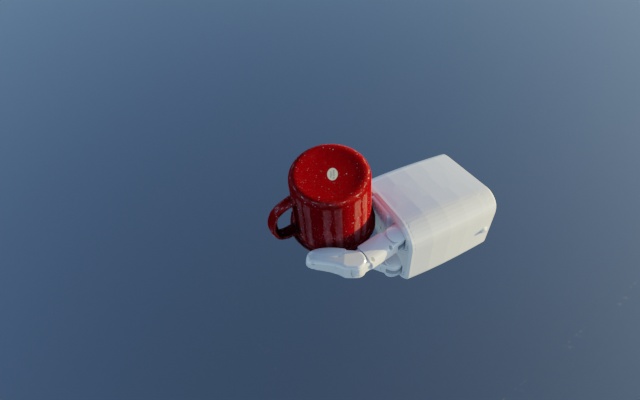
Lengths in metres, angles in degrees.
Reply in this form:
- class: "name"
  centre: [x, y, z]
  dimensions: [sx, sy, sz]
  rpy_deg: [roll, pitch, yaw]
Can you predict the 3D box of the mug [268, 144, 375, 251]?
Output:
- class: "mug"
  centre: [-0.001, 0.002, 0.485]
  dimensions: [0.117, 0.093, 0.082]
  rpy_deg: [-23, -34, -12]
